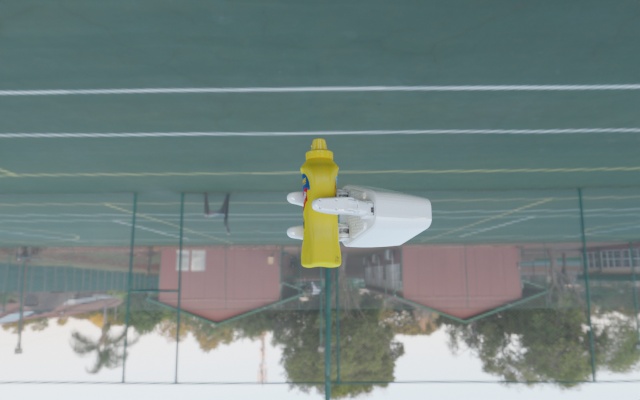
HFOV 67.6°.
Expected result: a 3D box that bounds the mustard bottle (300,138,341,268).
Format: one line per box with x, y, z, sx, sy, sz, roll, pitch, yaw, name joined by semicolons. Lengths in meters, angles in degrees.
0.000;0.003;0.708;0.058;0.191;0.096;0;-9;-3;mustard bottle
